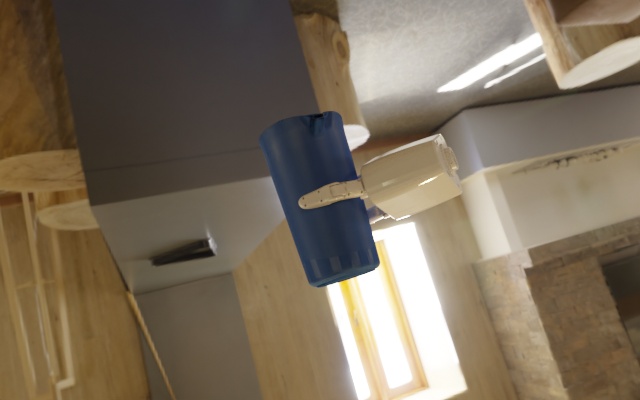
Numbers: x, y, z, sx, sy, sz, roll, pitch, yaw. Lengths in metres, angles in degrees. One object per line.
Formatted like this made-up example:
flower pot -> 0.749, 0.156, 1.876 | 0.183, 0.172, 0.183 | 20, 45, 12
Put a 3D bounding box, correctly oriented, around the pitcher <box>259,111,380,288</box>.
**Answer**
pitcher -> 0.000, 0.002, 0.719 | 0.145, 0.242, 0.149 | -22, -13, 23
